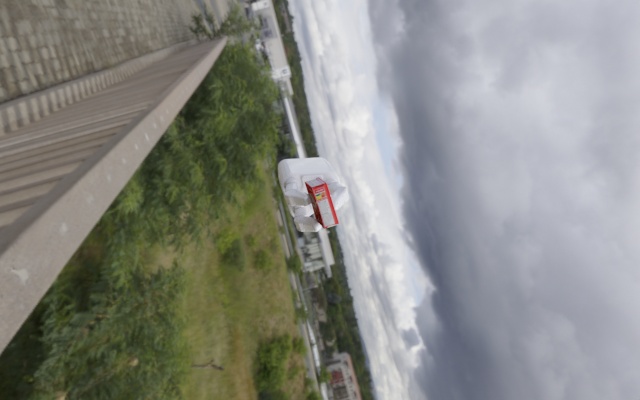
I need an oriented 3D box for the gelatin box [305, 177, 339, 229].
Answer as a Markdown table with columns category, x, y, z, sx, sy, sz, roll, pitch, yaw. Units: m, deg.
| category | x | y | z | sx | sy | sz | roll | pitch | yaw |
| --- | --- | --- | --- | --- | --- | --- | --- | --- | --- |
| gelatin box | 0.001 | 0.003 | 0.821 | 0.030 | 0.073 | 0.089 | -18 | 12 | -7 |
